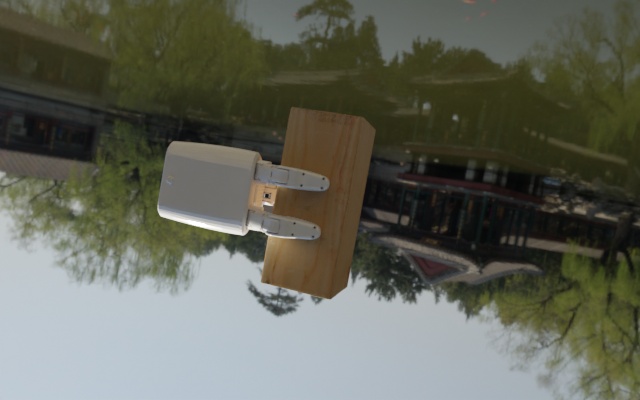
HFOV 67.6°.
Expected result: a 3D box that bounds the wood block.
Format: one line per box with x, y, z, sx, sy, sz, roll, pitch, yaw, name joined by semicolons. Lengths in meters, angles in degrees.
0.000;0.002;0.581;0.090;0.206;0.091;11;3;15;wood block
